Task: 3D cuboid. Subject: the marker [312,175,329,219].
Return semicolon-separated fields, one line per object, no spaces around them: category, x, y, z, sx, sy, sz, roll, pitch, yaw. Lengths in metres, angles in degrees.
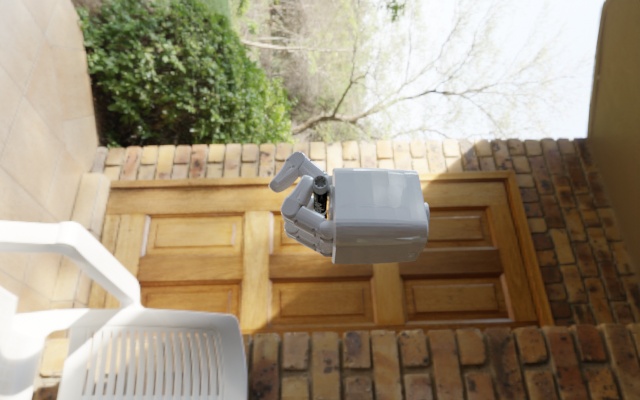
marker;0.000;0.002;0.602;0.020;0.020;0.121;0;-23;0
